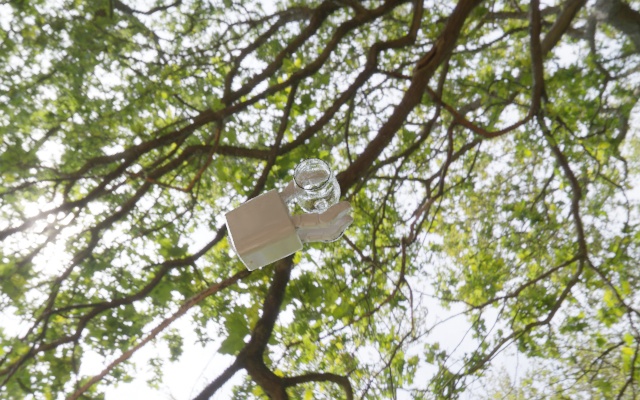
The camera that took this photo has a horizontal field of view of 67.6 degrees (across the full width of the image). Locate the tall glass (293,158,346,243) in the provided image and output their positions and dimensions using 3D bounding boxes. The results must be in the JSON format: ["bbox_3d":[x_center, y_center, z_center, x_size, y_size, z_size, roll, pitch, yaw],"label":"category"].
[{"bbox_3d":[0.000,0.003,0.859,0.079,0.079,0.201,0,-28,9],"label":"tall glass"}]
